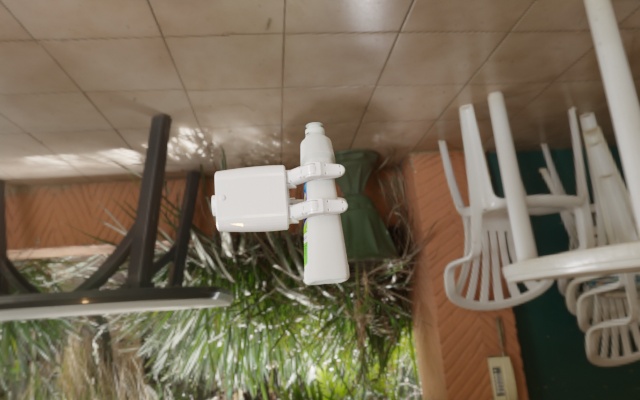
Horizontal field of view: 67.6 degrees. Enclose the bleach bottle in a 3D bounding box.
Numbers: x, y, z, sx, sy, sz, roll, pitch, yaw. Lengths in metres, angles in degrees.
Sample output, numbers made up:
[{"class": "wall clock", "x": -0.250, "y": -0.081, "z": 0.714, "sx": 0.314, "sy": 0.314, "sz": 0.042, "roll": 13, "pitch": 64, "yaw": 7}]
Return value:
[{"class": "bleach bottle", "x": 0.000, "y": 0.002, "z": 0.753, "sx": 0.068, "sy": 0.250, "sz": 0.102, "roll": -4, "pitch": -13, "yaw": -5}]
